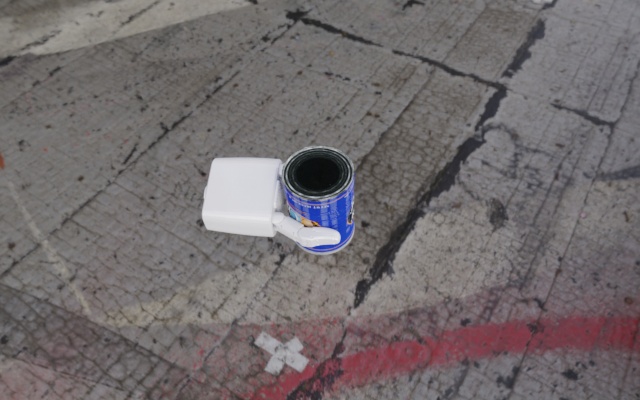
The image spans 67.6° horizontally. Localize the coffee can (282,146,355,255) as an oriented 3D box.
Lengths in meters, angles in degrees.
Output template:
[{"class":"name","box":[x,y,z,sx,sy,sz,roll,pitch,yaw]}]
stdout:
[{"class":"coffee can","box":[0.000,0.003,0.722,0.103,0.102,0.140,0,-38,4]}]
